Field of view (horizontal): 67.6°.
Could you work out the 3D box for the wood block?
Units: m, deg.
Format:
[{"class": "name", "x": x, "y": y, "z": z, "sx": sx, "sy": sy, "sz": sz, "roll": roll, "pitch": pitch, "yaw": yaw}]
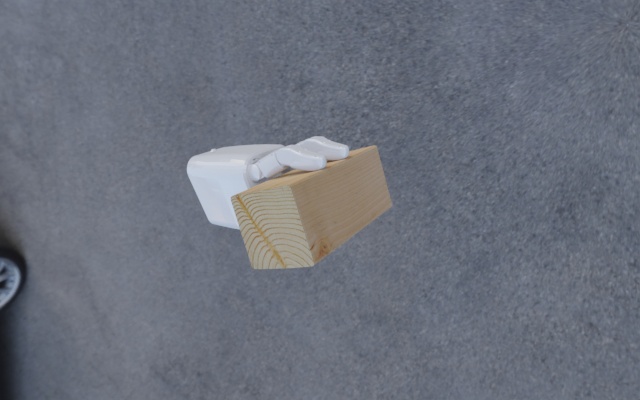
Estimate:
[{"class": "wood block", "x": 0.000, "y": 0.002, "z": 0.592, "sx": 0.090, "sy": 0.091, "sz": 0.206, "roll": -9, "pitch": 12, "yaw": 35}]
